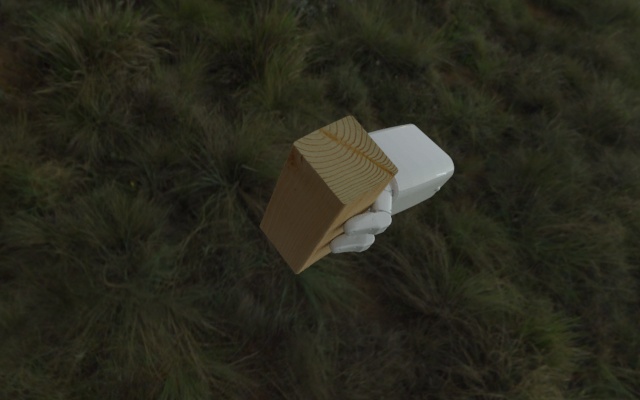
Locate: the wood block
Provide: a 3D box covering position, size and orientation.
[{"bbox_3d":[0.000,0.001,0.603,0.090,0.091,0.206,-31,-16,-30],"label":"wood block"}]
